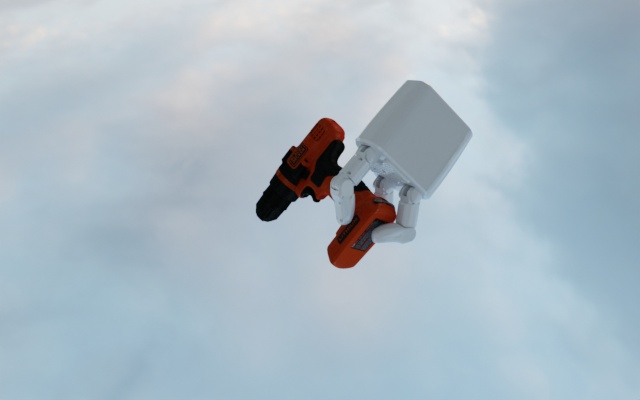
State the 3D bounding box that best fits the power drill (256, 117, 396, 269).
[{"bbox_3d":[0.001,0.002,0.655,0.057,0.184,0.187,16,29,-51],"label":"power drill"}]
